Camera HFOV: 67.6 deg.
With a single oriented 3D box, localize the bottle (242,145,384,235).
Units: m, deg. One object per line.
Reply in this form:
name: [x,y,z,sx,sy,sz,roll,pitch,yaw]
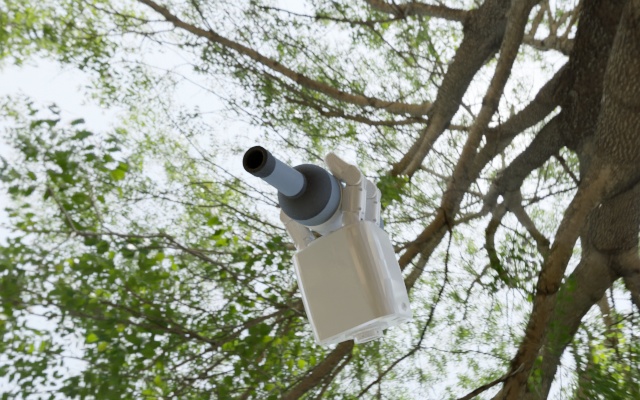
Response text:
bottle: [0.000,0.002,0.559,0.069,0.069,0.296,0,-15,25]
